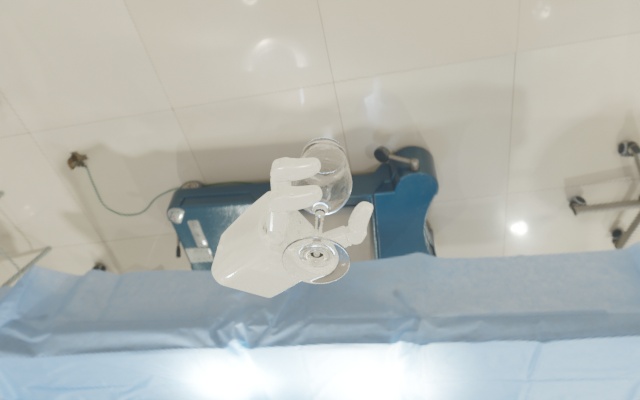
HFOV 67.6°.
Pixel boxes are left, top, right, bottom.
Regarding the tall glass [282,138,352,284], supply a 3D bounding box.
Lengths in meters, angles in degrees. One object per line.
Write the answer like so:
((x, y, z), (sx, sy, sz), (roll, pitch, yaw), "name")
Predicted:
((0.000, 0.002, 0.590), (0.079, 0.079, 0.200), (0, 40, 4), "tall glass")
